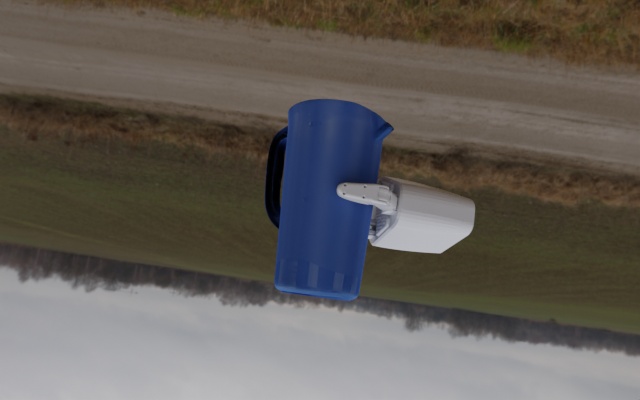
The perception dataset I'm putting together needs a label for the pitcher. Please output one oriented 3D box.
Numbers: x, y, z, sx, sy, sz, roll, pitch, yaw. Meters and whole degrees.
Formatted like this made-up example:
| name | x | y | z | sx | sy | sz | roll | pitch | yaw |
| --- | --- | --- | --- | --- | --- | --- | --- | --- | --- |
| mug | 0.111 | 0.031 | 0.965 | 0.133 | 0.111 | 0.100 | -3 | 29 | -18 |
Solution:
| name | x | y | z | sx | sy | sz | roll | pitch | yaw |
| --- | --- | --- | --- | --- | --- | --- | --- | --- | --- |
| pitcher | 0.000 | 0.002 | 0.627 | 0.145 | 0.242 | 0.149 | 10 | -11 | -11 |
